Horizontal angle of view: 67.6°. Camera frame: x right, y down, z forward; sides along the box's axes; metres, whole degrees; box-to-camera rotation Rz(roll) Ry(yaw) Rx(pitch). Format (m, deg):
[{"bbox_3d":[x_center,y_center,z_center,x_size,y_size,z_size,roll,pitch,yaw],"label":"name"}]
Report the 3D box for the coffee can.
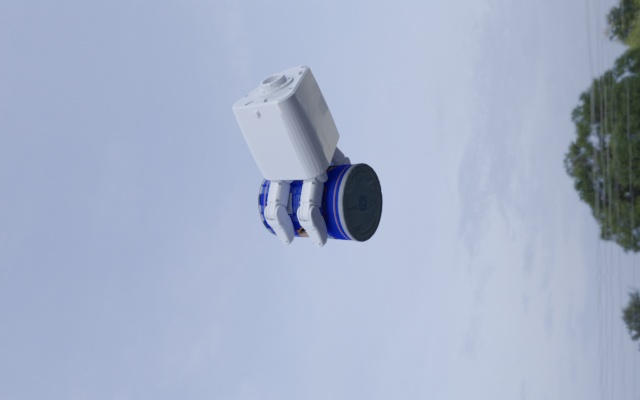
[{"bbox_3d":[0.000,0.002,0.658,0.140,0.103,0.103,1,0,36],"label":"coffee can"}]
